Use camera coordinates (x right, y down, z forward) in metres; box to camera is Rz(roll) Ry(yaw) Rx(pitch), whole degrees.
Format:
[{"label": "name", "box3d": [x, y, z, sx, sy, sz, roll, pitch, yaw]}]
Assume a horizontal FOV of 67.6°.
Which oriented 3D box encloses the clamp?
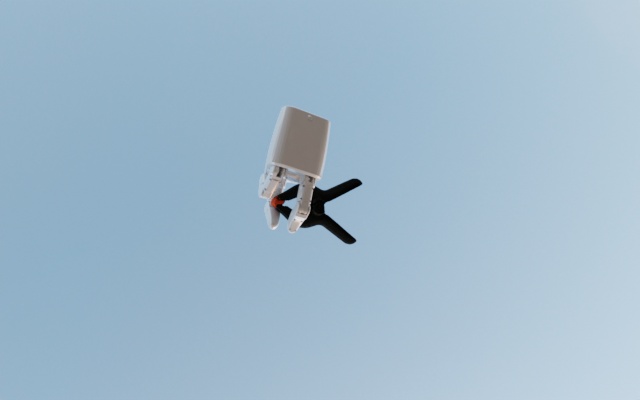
[{"label": "clamp", "box3d": [0.000, 0.003, 0.851, 0.171, 0.120, 0.039, 17, -12, -23]}]
